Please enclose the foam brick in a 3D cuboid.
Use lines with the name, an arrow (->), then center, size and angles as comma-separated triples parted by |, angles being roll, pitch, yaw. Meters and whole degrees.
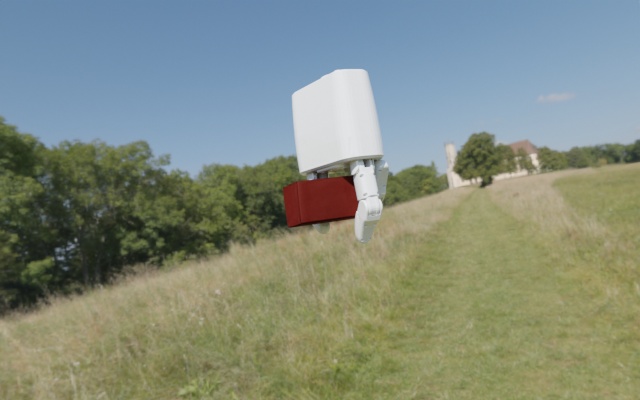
foam brick -> 0.000, 0.002, 0.573 | 0.078, 0.051, 0.053 | -7, -3, -23
